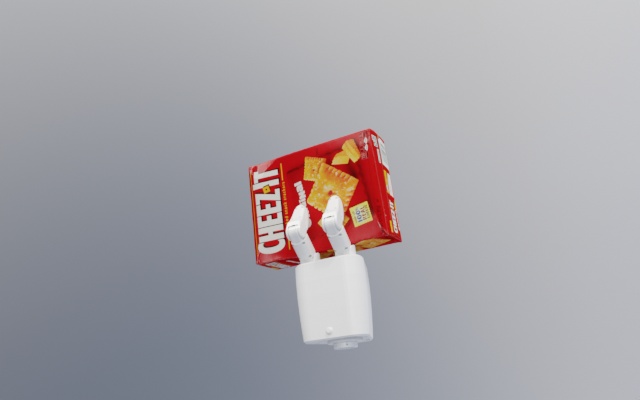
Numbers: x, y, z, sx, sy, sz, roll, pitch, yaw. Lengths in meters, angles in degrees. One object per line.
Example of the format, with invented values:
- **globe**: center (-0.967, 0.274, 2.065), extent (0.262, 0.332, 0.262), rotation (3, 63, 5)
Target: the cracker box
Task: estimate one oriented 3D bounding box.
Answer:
- **cracker box**: center (0.000, 0.002, 0.719), extent (0.214, 0.164, 0.072), rotation (-15, -20, 23)
